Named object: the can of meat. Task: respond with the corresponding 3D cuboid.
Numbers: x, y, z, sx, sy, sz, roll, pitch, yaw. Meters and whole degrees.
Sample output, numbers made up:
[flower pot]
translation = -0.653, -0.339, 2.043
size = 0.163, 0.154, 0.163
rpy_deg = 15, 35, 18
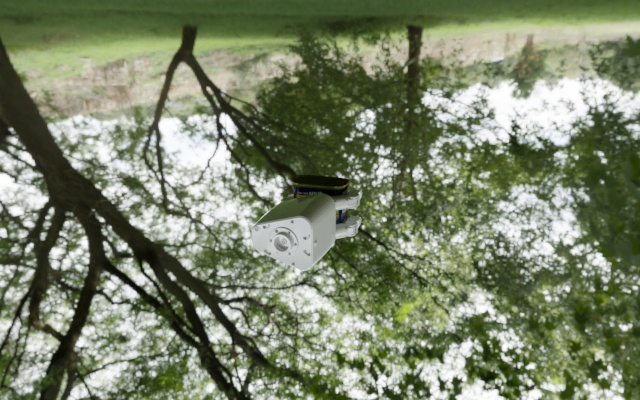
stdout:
[can of meat]
translation = 0.000, 0.003, 0.872
size = 0.102, 0.084, 0.057
rpy_deg = 5, 20, 15
